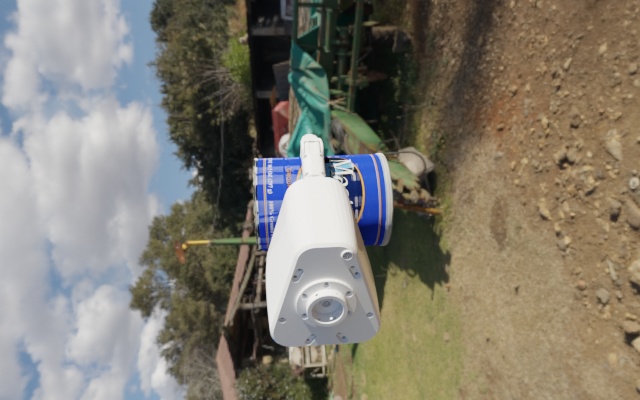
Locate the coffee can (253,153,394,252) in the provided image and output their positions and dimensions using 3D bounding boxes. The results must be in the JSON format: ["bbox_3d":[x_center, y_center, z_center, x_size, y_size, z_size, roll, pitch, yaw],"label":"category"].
[{"bbox_3d":[0.000,0.002,0.526,0.140,0.103,0.103,-3,0,-4],"label":"coffee can"}]
